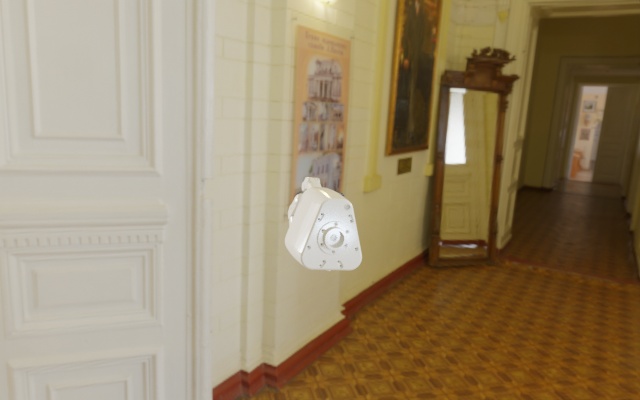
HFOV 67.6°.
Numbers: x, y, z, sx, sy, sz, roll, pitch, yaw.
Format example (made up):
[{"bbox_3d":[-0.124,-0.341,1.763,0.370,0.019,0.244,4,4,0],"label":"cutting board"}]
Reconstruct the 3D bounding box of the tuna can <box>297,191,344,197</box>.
[{"bbox_3d":[0.000,0.002,0.855,0.086,0.034,0.086,2,5,0],"label":"tuna can"}]
